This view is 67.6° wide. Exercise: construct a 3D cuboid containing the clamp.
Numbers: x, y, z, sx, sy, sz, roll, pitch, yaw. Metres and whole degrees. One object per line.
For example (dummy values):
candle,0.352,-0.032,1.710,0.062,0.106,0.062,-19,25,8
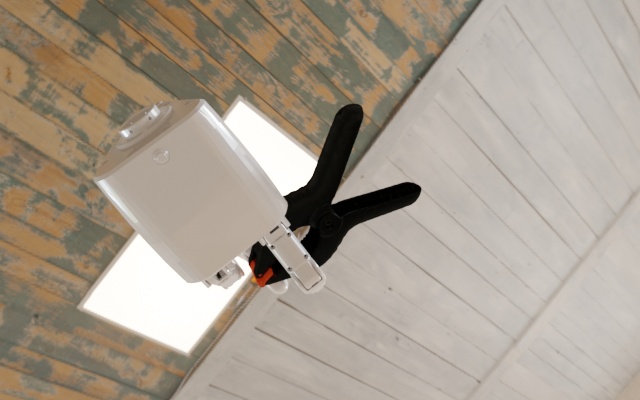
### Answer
clamp,0.000,0.001,0.412,0.171,0.120,0.039,-37,29,-6
